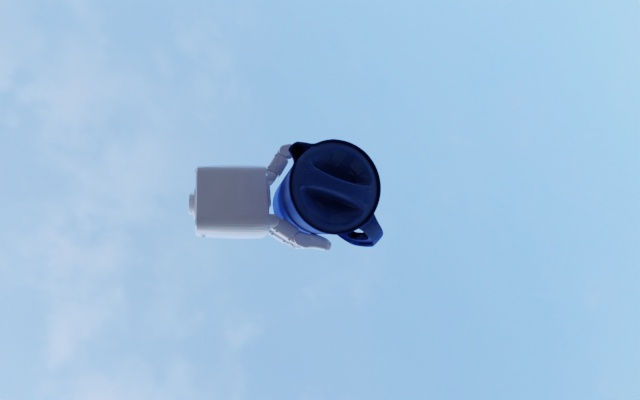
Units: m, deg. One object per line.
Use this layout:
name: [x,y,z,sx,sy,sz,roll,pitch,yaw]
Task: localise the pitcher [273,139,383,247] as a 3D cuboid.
pitcher: [0.000,0.002,0.765,0.145,0.149,0.243,0,-7,-14]
